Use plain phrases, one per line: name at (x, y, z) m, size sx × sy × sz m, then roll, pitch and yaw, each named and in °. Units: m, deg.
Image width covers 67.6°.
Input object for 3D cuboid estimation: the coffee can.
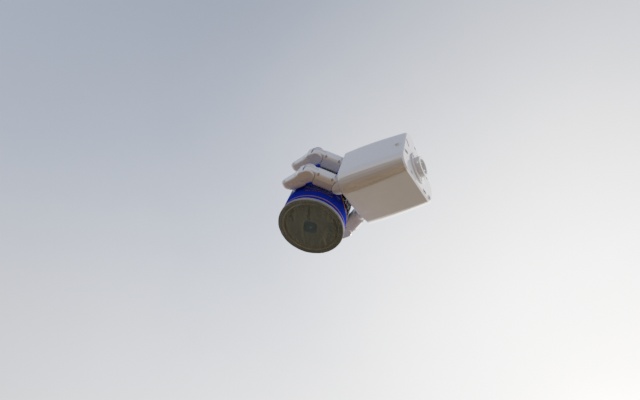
coffee can at (0.000, 0.003, 0.776) m, size 0.103 × 0.103 × 0.140 m, roll 0°, pitch 34°, yaw 16°
